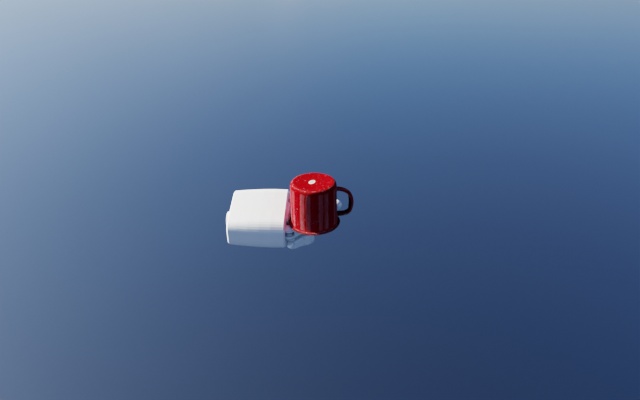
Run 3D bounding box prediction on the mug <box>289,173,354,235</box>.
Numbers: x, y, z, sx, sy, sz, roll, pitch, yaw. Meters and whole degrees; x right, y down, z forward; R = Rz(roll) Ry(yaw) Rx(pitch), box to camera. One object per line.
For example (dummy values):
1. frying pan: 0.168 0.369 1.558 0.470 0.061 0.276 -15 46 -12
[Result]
1. mug: 0.002 0.003 0.844 0.117 0.081 0.093 -1 28 0
